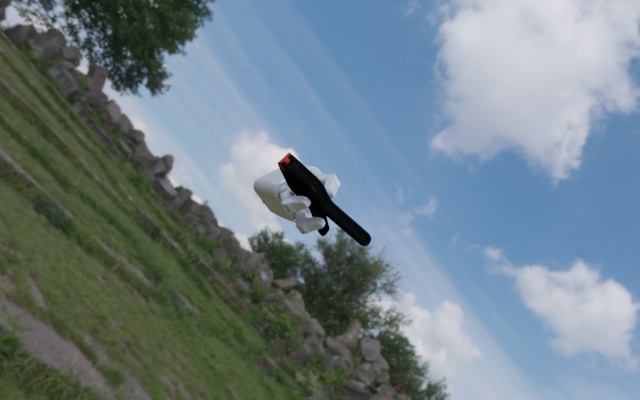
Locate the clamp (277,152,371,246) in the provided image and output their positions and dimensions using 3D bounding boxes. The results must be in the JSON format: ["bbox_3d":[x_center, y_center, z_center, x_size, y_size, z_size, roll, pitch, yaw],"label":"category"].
[{"bbox_3d":[0.000,0.002,0.871,0.036,0.210,0.164,-46,30,-20],"label":"clamp"}]
